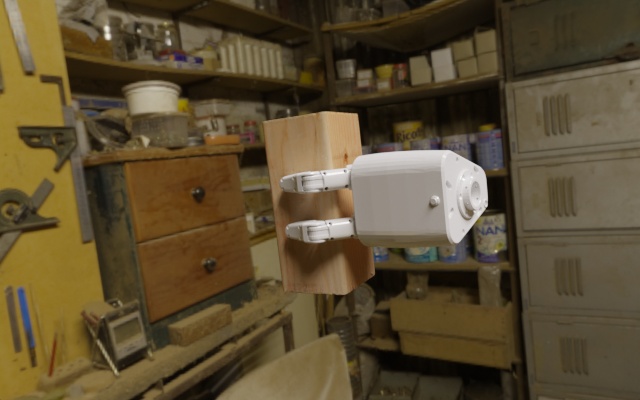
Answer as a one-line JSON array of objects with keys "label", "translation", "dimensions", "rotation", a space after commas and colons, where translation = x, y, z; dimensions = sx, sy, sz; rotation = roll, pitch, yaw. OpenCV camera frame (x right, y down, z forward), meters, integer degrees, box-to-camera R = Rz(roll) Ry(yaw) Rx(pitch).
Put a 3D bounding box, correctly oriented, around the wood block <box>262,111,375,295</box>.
[{"label": "wood block", "translation": [0.001, 0.002, 0.588], "dimensions": [0.090, 0.206, 0.091], "rotation": [-4, 6, 29]}]
